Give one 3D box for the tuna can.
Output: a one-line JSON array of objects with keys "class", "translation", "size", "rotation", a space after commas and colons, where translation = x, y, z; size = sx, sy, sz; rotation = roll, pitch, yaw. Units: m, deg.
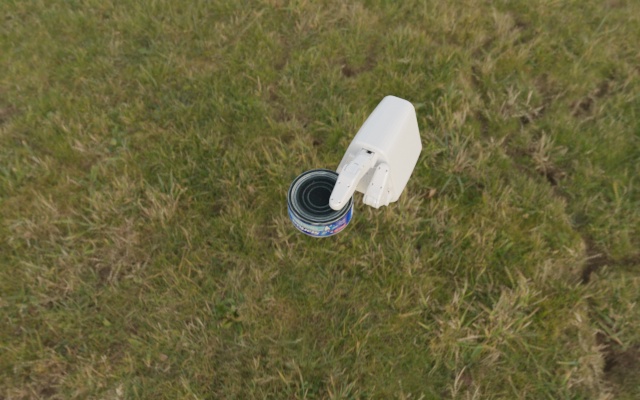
[{"class": "tuna can", "translation": [0.000, 0.002, 0.614], "size": [0.086, 0.086, 0.034], "rotation": [0, -31, 1]}]
